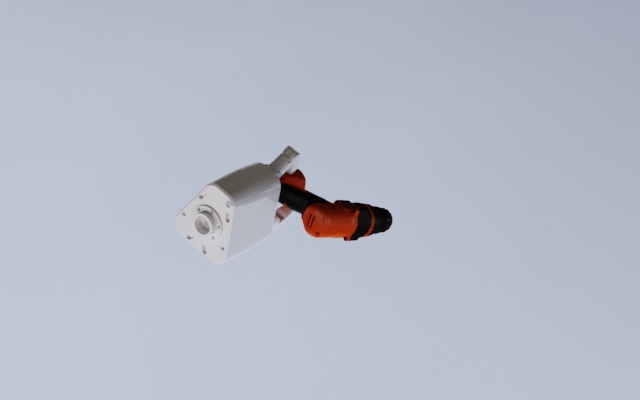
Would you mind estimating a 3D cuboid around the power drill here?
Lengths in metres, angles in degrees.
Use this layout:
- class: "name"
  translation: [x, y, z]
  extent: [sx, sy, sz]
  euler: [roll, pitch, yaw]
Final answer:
- class: "power drill"
  translation: [0.000, 0.002, 0.732]
  extent: [0.187, 0.057, 0.184]
  euler: [26, 14, 38]
